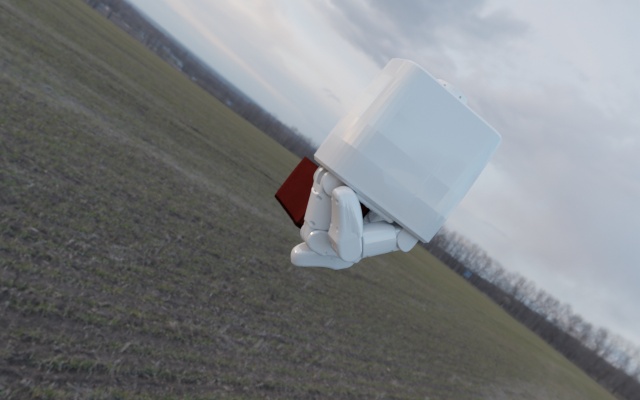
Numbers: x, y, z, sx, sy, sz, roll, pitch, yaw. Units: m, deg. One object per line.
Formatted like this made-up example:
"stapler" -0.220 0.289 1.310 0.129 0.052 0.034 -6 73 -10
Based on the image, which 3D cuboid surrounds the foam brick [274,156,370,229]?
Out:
"foam brick" 0.000 0.001 0.449 0.053 0.051 0.078 34 5 -28
